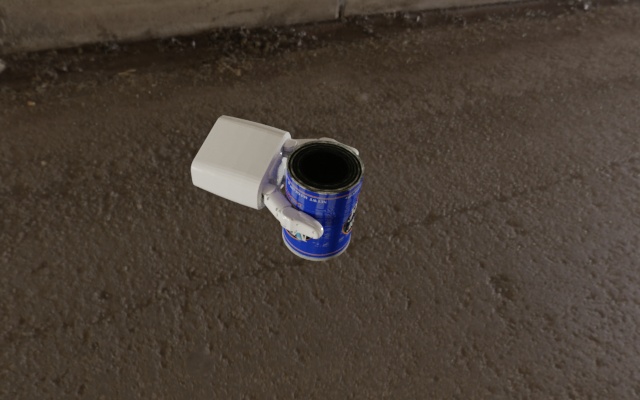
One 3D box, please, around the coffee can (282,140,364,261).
[{"bbox_3d":[0.000,0.002,0.669,0.103,0.102,0.140,0,-44,-7],"label":"coffee can"}]
